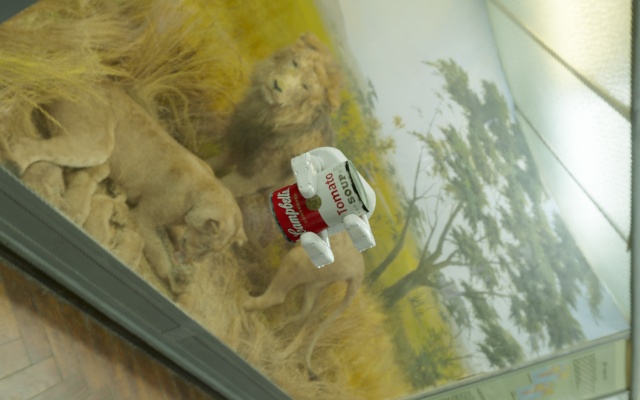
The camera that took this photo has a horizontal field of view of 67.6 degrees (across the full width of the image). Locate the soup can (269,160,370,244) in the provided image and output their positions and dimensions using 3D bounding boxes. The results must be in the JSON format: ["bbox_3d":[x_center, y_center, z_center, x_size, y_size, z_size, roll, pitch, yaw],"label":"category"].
[{"bbox_3d":[0.000,0.002,0.566,0.102,0.068,0.068,-23,-5,13],"label":"soup can"}]
